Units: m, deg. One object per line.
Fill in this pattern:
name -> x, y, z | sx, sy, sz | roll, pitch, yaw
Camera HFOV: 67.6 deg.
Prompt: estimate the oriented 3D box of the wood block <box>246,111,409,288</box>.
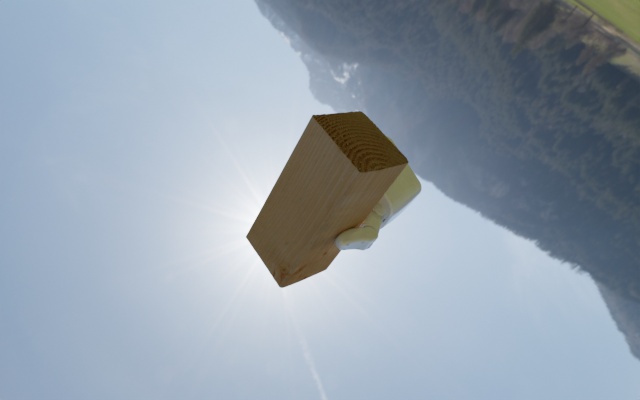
wood block -> 0.000, 0.002, 0.580 | 0.090, 0.090, 0.206 | -15, -33, -44
